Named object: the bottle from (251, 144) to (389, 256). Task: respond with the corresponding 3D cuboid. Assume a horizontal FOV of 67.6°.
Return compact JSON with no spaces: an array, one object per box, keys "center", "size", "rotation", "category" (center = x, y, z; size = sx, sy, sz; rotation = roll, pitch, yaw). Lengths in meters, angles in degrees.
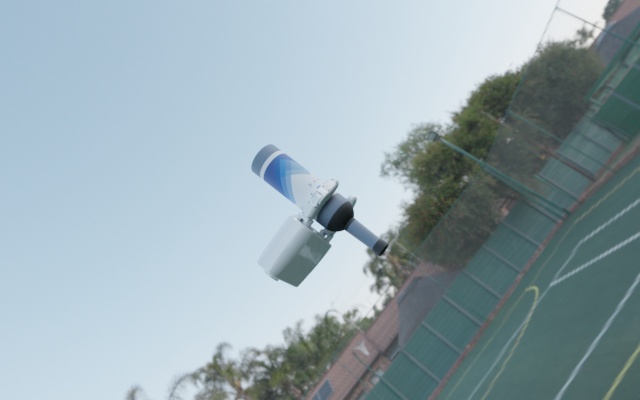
[{"center":[0.000,0.003,0.880],"size":[0.295,0.069,0.069],"rotation":[37,13,18],"category":"bottle"}]
